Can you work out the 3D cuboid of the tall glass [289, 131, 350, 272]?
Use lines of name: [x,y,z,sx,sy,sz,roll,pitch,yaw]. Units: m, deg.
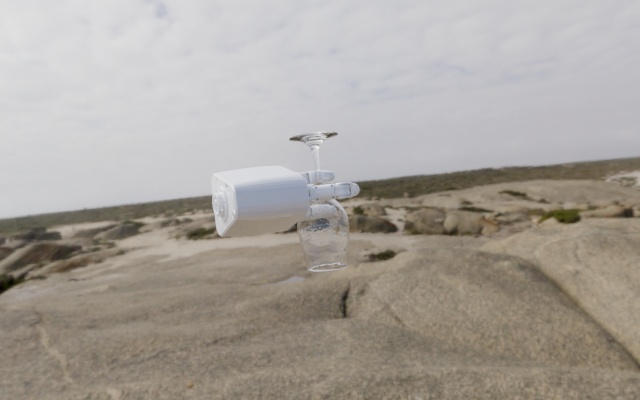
tall glass: [0.000,0.002,0.715,0.079,0.201,0.079,-7,0,0]
